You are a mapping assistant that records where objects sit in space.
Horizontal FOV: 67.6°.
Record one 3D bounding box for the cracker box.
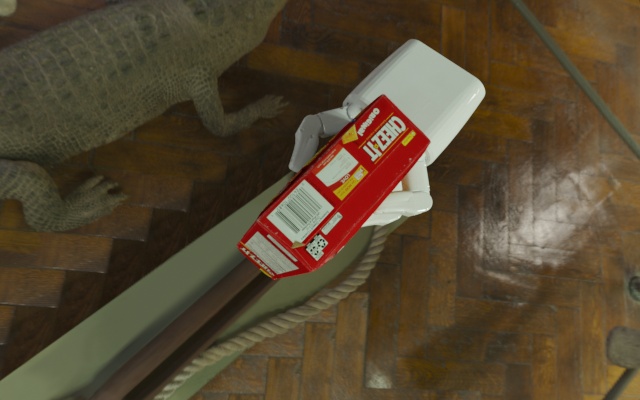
[{"bbox_3d":[0.000,0.001,0.498,0.164,0.072,0.214,-47,2,-18],"label":"cracker box"}]
